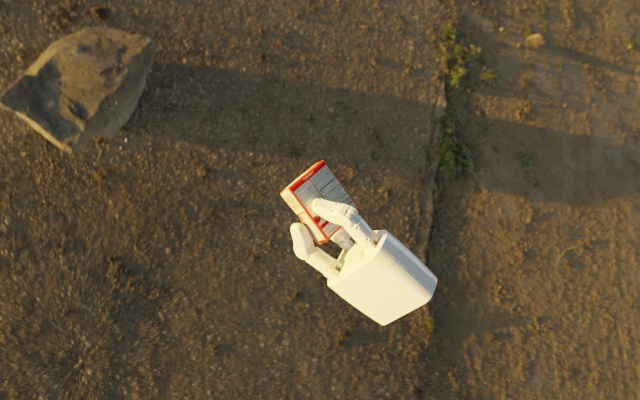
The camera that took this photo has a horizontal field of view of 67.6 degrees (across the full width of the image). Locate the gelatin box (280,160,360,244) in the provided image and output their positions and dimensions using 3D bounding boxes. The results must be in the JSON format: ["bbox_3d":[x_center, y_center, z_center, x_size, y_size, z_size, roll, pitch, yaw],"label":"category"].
[{"bbox_3d":[0.000,0.002,0.650,0.073,0.089,0.030,-42,10,-32],"label":"gelatin box"}]
